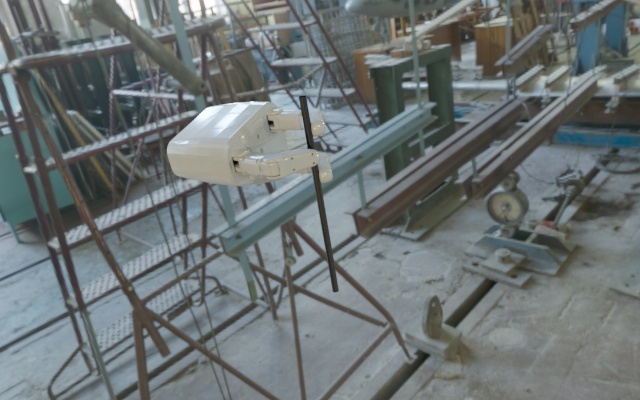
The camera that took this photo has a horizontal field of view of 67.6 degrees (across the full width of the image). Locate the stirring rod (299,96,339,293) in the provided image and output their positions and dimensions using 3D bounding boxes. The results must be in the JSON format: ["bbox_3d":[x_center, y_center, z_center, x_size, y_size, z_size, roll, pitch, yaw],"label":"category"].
[{"bbox_3d":[0.000,0.002,0.540,0.011,0.240,0.011,-8,23,4],"label":"stirring rod"}]
